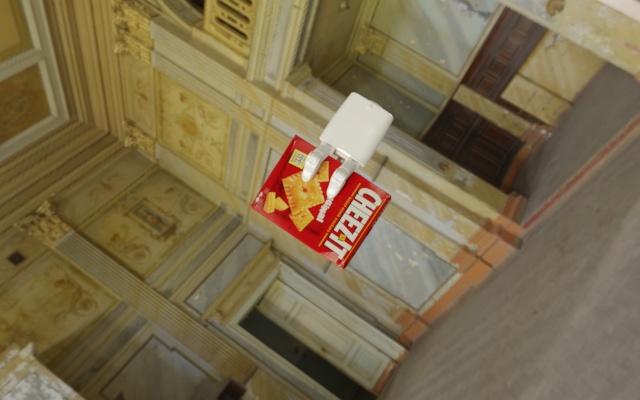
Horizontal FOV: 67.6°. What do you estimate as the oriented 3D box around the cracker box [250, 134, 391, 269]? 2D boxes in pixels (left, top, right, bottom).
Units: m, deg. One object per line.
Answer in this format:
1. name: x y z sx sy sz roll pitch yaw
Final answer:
1. cracker box: 0.000 0.003 0.896 0.213 0.164 0.072 33 1 9
